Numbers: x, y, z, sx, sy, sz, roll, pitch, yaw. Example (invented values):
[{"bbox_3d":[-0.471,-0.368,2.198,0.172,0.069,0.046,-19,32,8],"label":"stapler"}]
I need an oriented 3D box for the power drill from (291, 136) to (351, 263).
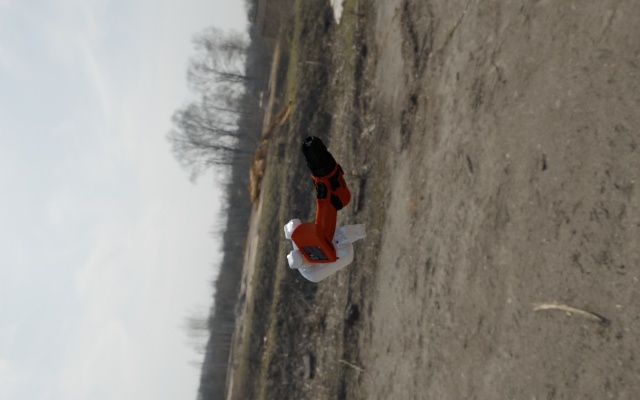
[{"bbox_3d":[0.000,0.003,0.853,0.057,0.187,0.184,-4,-38,25],"label":"power drill"}]
